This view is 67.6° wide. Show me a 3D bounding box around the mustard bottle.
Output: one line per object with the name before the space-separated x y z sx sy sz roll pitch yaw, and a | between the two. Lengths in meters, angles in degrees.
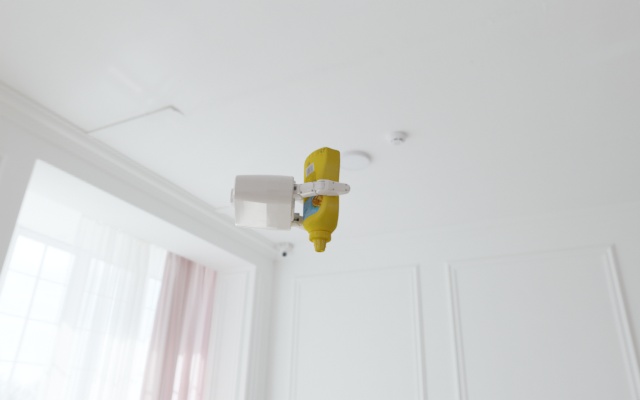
mustard bottle | 0.000 0.003 0.889 0.058 0.191 0.096 14 -27 -26
